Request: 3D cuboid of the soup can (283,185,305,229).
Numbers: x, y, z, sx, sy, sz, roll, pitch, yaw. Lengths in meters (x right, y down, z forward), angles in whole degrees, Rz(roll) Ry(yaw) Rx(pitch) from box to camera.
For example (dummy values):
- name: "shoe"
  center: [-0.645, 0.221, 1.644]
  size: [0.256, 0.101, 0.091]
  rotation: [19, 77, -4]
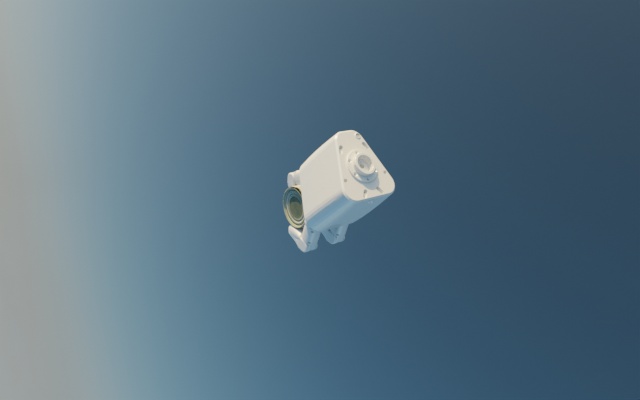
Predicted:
- name: "soup can"
  center: [0.000, 0.003, 0.762]
  size: [0.102, 0.068, 0.068]
  rotation: [-13, 7, -35]
